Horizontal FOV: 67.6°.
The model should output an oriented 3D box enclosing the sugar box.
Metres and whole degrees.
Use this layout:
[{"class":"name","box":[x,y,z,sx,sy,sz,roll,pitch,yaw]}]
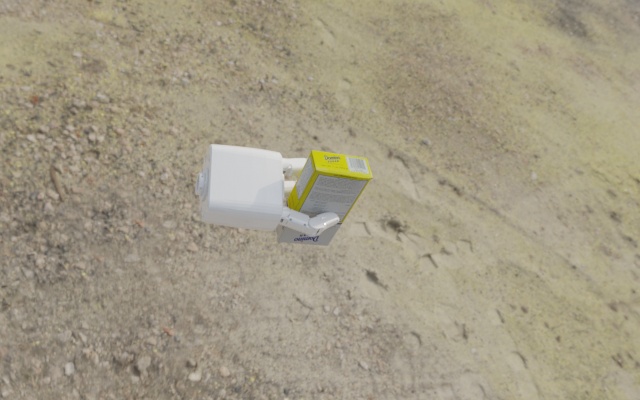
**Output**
[{"class":"sugar box","box":[0.000,0.002,0.738,0.093,0.048,0.176,7,-39,-23]}]
